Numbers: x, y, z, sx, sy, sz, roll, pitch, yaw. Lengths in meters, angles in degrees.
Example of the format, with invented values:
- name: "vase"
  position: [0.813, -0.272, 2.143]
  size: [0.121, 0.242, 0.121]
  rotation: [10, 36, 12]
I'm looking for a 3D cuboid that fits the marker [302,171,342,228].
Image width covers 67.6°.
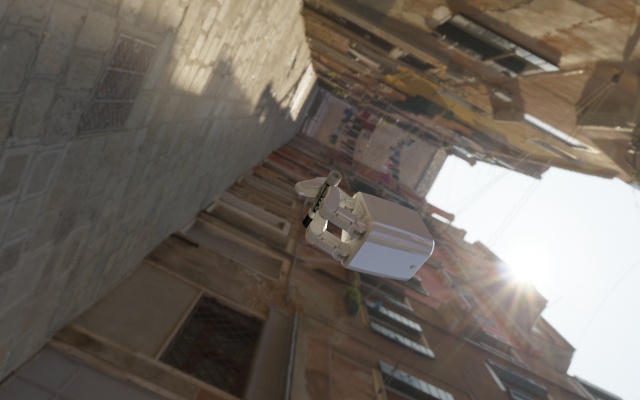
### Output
- name: "marker"
  position: [0.000, 0.002, 0.732]
  size: [0.020, 0.020, 0.121]
  rotation: [0, -41, -30]
